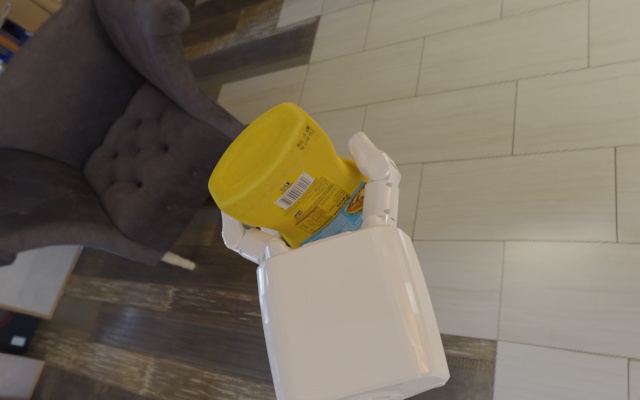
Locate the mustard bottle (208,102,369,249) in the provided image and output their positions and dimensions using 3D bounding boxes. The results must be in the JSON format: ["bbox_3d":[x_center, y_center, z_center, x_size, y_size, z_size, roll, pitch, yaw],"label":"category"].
[{"bbox_3d":[0.000,0.001,0.421,0.192,0.096,0.058,36,10,-49],"label":"mustard bottle"}]
